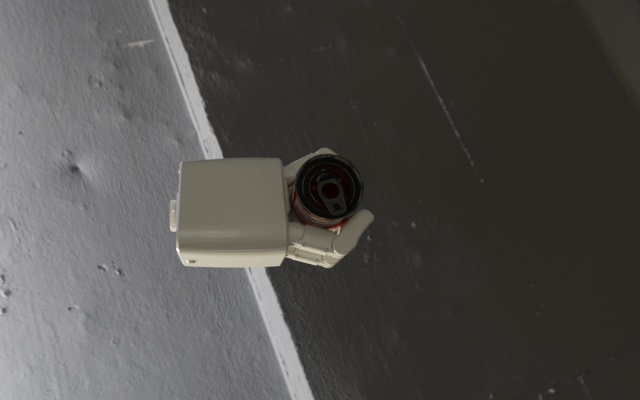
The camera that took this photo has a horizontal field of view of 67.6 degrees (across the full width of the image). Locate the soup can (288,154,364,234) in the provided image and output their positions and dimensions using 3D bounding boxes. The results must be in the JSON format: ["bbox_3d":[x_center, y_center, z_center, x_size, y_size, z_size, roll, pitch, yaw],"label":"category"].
[{"bbox_3d":[0.001,0.002,0.507,0.068,0.068,0.102,0,-18,-11],"label":"soup can"}]
